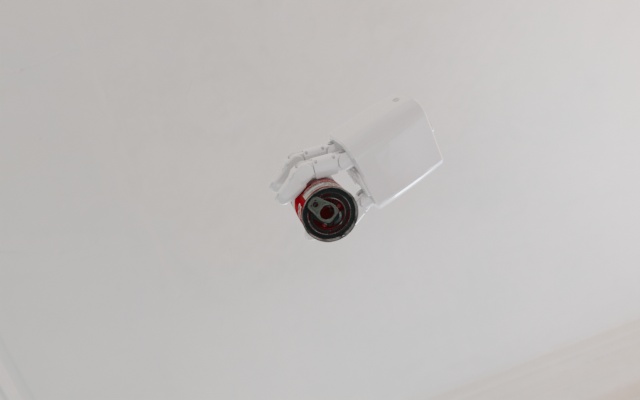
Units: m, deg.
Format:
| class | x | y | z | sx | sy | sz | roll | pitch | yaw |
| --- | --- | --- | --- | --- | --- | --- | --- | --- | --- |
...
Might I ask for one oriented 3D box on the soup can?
| class | x | y | z | sx | sy | sz | roll | pitch | yaw |
| --- | --- | --- | --- | --- | --- | --- | --- | --- | --- |
| soup can | 0.000 | 0.002 | 0.597 | 0.068 | 0.068 | 0.102 | 0 | 17 | -14 |
